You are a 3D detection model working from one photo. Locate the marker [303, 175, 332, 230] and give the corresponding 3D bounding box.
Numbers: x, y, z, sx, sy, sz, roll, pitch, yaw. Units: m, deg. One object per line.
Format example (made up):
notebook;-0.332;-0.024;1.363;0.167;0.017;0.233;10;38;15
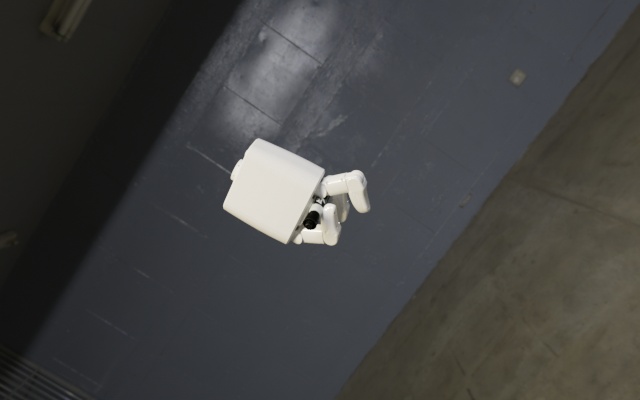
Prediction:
marker;0.000;0.002;0.653;0.020;0.020;0.121;0;31;18
